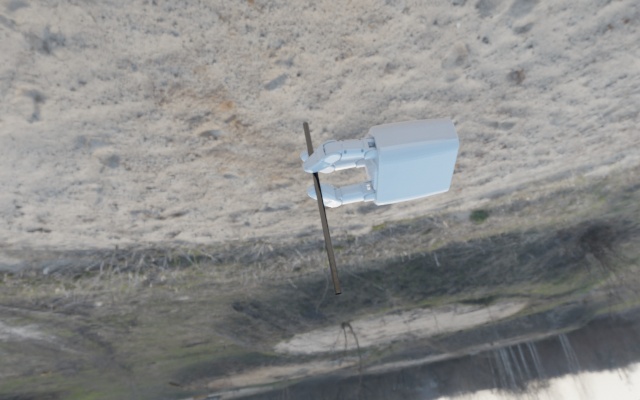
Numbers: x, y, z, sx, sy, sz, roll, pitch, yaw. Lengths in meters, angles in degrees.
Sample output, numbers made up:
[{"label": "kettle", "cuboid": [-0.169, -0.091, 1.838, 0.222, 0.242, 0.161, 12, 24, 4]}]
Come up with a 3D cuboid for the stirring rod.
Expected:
[{"label": "stirring rod", "cuboid": [0.000, 0.002, 0.611, 0.011, 0.239, 0.011, -9, -24, -4]}]
